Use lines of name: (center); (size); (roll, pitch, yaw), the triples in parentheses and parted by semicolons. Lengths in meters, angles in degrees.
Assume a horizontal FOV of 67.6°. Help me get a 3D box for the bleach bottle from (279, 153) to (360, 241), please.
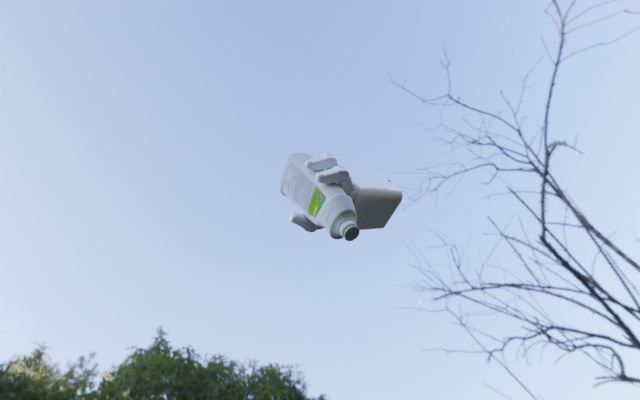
bleach bottle: (0.000, 0.003, 0.890); (0.068, 0.103, 0.250); (1, 28, -28)
